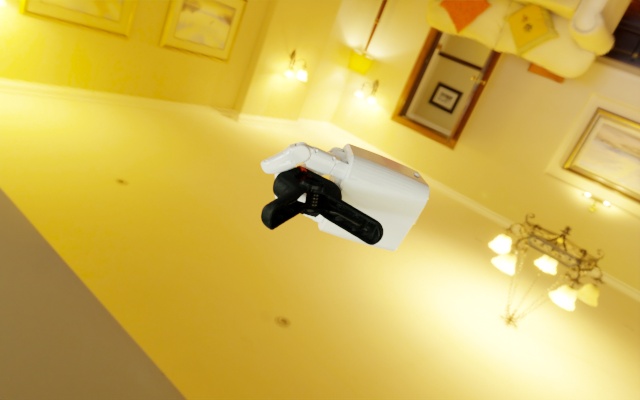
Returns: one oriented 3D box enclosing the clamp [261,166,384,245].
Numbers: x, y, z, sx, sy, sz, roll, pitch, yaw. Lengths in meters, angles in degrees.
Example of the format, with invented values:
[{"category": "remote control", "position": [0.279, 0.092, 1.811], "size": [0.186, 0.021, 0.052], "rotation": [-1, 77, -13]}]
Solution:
[{"category": "clamp", "position": [0.000, 0.002, 0.517], "size": [0.120, 0.039, 0.171], "rotation": [18, 19, -9]}]
